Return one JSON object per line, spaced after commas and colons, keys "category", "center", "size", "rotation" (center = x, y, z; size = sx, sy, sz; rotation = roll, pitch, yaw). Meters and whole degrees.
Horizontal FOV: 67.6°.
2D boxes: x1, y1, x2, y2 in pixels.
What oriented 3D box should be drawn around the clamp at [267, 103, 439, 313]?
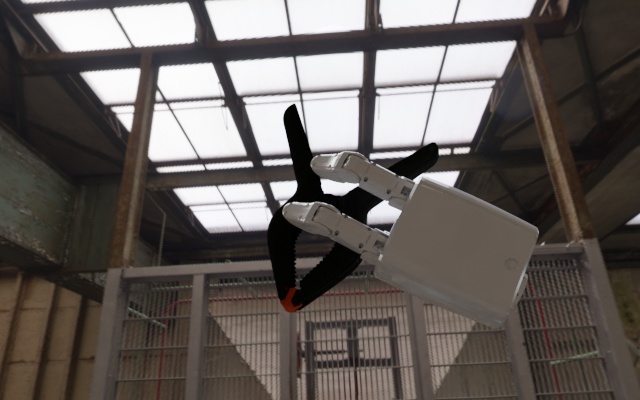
{"category": "clamp", "center": [0.000, 0.002, 0.459], "size": [0.164, 0.210, 0.036], "rotation": [24, -20, 16]}
